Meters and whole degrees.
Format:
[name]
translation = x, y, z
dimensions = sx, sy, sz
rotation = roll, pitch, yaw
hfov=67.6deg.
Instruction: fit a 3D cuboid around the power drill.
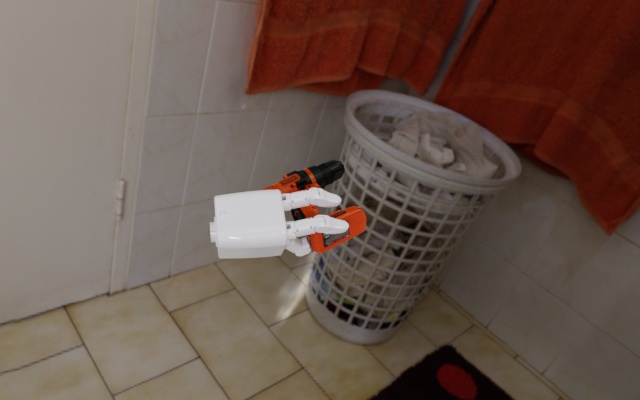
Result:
[power drill]
translation = 0.000, 0.003, 0.857
dimensions = 0.184, 0.057, 0.187
rotation = -27, 40, -18
